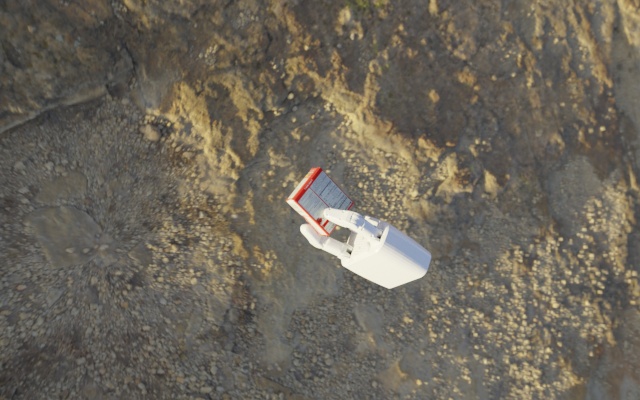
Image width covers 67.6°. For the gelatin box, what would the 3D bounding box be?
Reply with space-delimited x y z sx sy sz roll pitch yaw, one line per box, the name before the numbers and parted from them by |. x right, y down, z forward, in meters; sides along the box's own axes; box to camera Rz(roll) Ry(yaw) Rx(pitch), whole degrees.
gelatin box | 0.000 0.002 0.770 0.089 0.073 0.030 46 -22 -21
